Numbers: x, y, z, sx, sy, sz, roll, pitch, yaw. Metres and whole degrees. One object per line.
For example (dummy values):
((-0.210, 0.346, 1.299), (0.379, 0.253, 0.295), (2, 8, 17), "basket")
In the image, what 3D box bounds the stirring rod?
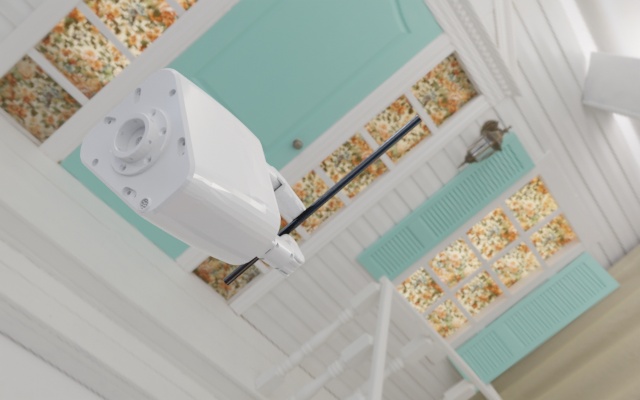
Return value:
((0.000, 0.002, 0.452), (0.239, 0.011, 0.011), (-40, -4, 5), "stirring rod")
